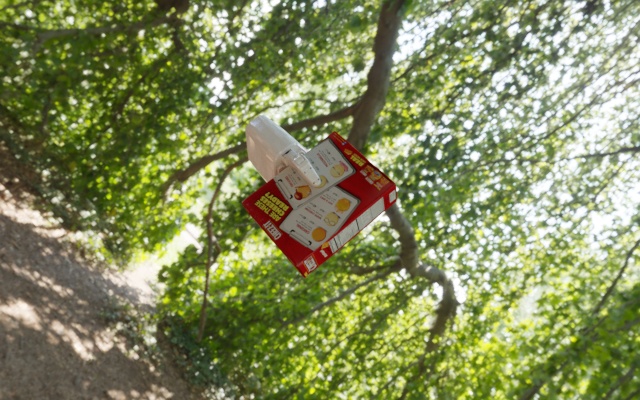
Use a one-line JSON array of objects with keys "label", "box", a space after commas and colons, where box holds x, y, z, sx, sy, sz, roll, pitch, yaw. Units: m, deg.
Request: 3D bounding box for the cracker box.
[{"label": "cracker box", "box": [0.000, 0.003, 0.827, 0.164, 0.213, 0.072, 45, -12, 29]}]
